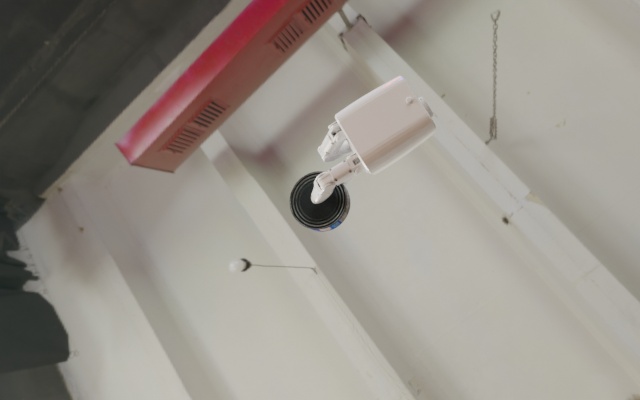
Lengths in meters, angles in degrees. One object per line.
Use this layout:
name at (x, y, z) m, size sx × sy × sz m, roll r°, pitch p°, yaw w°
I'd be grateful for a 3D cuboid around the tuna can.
tuna can at (0.000, 0.002, 0.702) m, size 0.086 × 0.086 × 0.034 m, roll 0°, pitch -11°, yaw 15°
